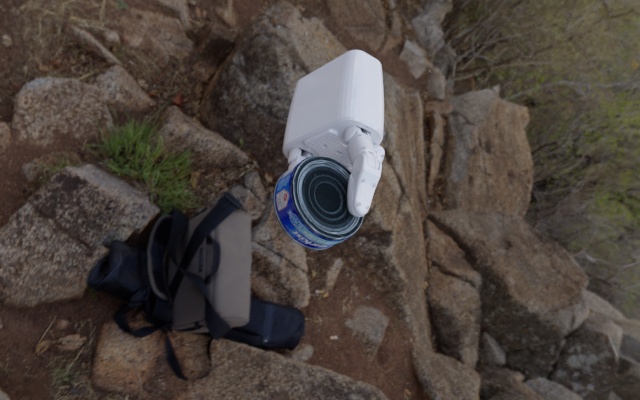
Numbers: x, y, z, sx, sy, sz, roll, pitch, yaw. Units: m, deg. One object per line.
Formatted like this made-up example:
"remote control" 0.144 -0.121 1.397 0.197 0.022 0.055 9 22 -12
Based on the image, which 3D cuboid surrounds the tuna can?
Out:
"tuna can" 0.000 0.001 0.453 0.086 0.086 0.034 0 -19 -37
